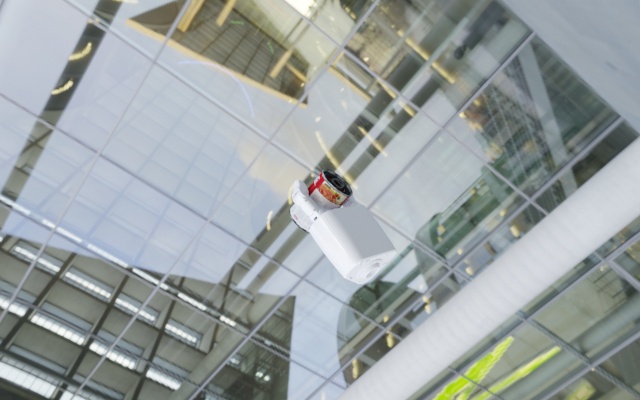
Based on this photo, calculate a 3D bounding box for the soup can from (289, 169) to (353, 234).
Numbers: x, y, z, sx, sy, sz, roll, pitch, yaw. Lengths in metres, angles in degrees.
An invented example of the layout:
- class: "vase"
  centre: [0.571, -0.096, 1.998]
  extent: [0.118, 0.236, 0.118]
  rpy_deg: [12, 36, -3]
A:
- class: "soup can"
  centre: [0.000, 0.003, 0.855]
  extent: [0.102, 0.068, 0.068]
  rpy_deg: [-49, -24, 22]
